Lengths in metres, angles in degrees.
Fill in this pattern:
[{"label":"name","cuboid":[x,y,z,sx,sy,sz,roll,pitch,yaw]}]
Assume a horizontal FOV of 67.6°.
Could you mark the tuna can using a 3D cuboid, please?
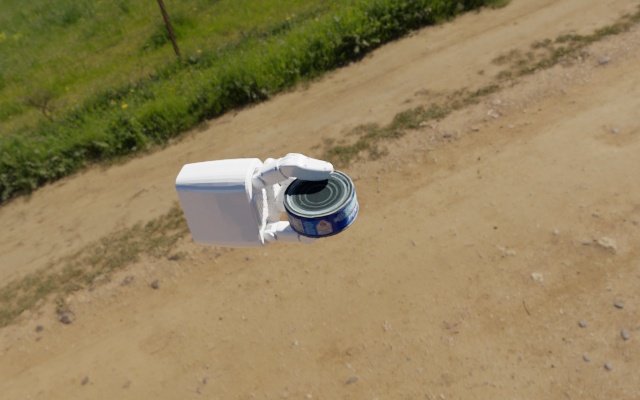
[{"label":"tuna can","cuboid":[0.000,0.001,0.559,0.086,0.034,0.086,-8,42,7]}]
